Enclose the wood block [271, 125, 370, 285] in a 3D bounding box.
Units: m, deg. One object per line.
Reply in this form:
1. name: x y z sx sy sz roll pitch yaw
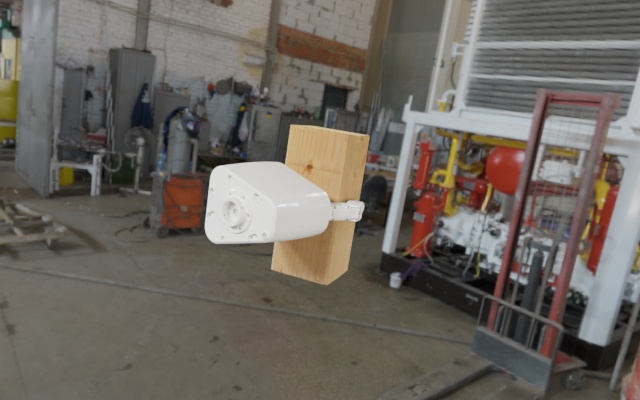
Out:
1. wood block: 0.000 0.002 0.683 0.091 0.206 0.090 13 12 21
